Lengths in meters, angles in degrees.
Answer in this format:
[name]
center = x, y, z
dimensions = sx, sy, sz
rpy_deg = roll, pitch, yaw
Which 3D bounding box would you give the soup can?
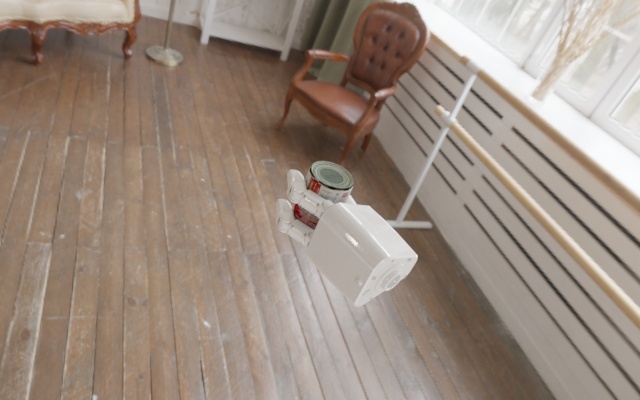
[soup can]
center = 0.000, 0.002, 0.696
dimensions = 0.068, 0.102, 0.068
rpy_deg = 16, 34, -11
